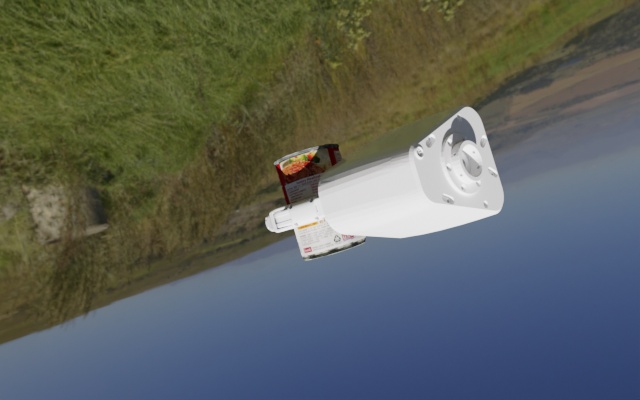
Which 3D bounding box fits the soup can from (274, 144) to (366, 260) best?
[{"bbox_3d":[0.000,0.002,0.479,0.068,0.102,0.068,-17,-2,-1],"label":"soup can"}]
